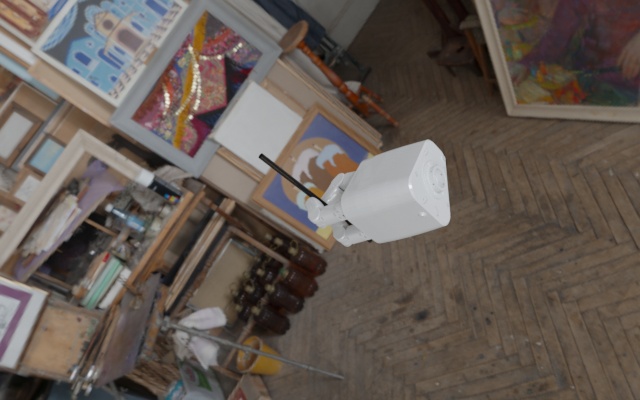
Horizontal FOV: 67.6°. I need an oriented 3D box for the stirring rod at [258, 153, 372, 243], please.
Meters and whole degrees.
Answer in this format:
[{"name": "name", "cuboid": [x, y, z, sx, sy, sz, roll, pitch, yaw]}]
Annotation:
[{"name": "stirring rod", "cuboid": [0.000, 0.002, 0.700, 0.240, 0.011, 0.011, 38, -23, -33]}]
